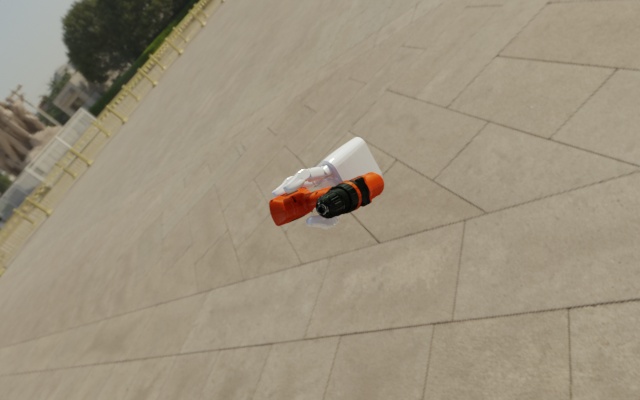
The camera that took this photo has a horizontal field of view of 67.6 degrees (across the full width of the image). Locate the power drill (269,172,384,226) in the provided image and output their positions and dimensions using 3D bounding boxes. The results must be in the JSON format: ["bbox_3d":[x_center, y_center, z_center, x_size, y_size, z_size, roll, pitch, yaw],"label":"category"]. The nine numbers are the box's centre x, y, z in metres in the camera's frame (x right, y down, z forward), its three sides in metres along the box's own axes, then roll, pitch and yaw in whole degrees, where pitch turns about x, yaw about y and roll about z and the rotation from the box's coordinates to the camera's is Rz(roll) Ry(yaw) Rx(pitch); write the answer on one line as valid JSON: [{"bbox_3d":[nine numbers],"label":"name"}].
[{"bbox_3d":[0.000,0.003,0.854,0.187,0.057,0.184,-10,7,37],"label":"power drill"}]
